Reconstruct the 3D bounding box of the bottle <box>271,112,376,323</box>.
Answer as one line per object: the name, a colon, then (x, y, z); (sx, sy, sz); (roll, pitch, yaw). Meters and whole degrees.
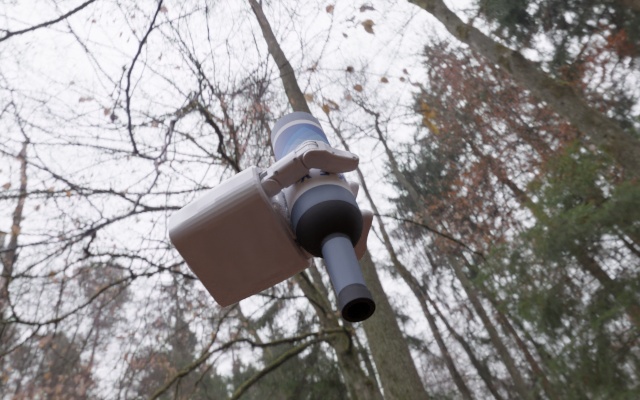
bottle: (0.000, 0.001, 0.483); (0.069, 0.069, 0.295); (0, 34, -14)
